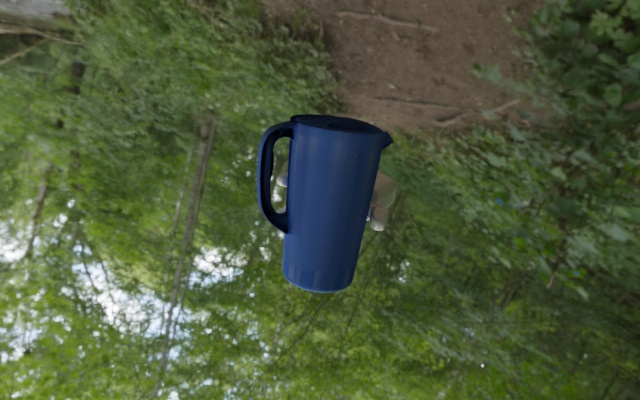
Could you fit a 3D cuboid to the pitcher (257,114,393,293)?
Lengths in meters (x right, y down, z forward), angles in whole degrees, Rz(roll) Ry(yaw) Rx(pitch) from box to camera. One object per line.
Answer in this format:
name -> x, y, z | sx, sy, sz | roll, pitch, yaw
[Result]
pitcher -> 0.000, 0.002, 0.679 | 0.149, 0.243, 0.145 | 15, 18, 22
